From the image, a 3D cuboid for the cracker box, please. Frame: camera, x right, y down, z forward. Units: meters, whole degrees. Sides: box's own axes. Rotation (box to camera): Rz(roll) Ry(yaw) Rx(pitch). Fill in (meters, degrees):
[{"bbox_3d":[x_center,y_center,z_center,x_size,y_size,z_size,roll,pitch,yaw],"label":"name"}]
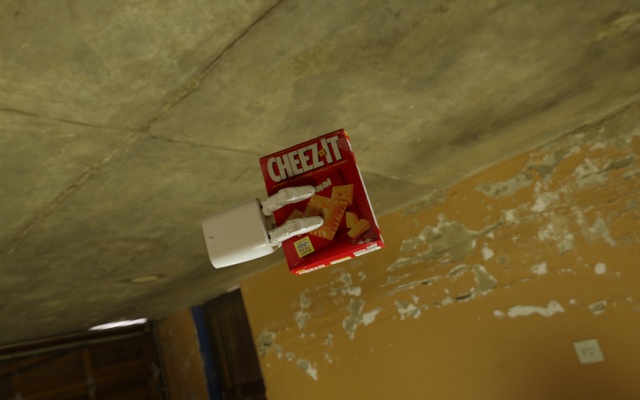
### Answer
[{"bbox_3d":[0.000,0.003,0.831,0.164,0.213,0.072,-19,-15,7],"label":"cracker box"}]
